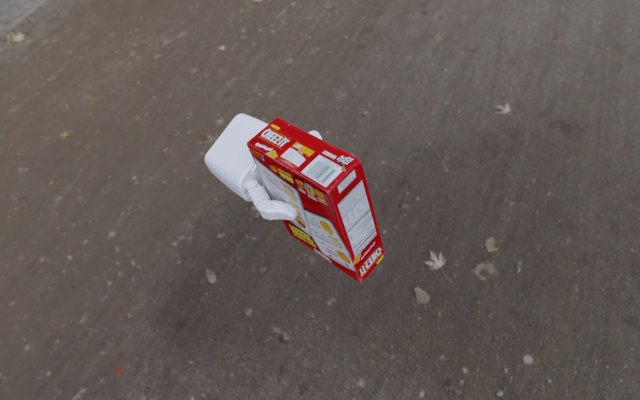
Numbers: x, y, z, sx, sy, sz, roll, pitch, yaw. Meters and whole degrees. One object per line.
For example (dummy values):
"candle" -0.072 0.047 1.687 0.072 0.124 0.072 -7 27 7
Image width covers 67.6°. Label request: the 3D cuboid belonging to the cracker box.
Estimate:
"cracker box" 0.000 0.002 0.687 0.164 0.072 0.214 31 -24 36
